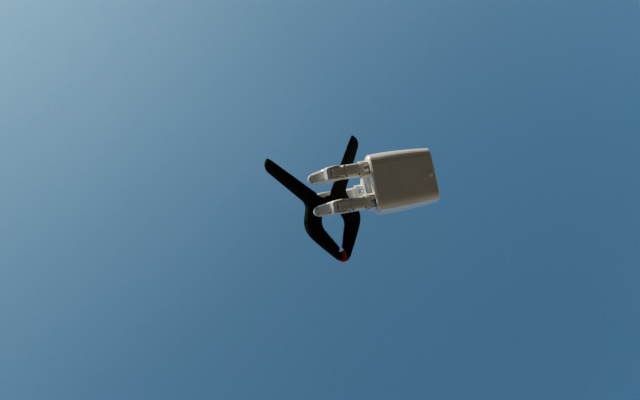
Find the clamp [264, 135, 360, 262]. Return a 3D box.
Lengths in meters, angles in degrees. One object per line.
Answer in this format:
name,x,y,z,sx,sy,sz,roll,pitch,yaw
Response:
clamp,0.000,0.003,0.800,0.164,0.210,0.036,-10,-9,-6
